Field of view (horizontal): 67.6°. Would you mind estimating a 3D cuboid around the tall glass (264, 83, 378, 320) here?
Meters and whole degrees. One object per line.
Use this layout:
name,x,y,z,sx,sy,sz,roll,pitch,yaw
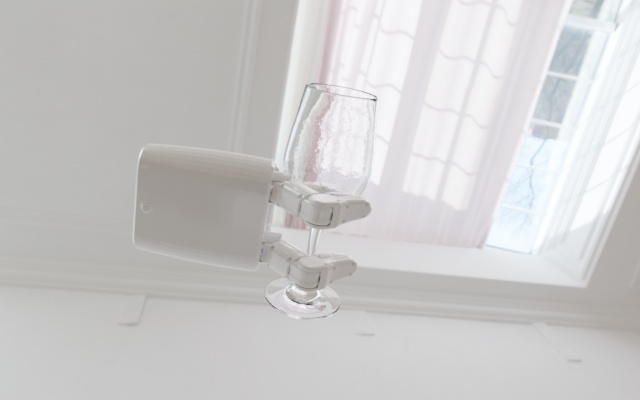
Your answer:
tall glass,0.000,0.002,0.428,0.079,0.201,0.079,10,19,-4
